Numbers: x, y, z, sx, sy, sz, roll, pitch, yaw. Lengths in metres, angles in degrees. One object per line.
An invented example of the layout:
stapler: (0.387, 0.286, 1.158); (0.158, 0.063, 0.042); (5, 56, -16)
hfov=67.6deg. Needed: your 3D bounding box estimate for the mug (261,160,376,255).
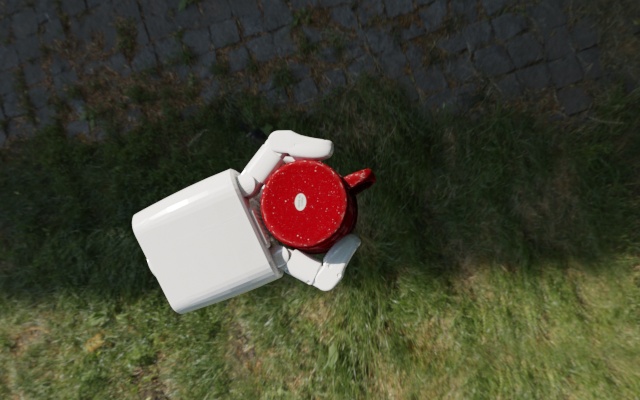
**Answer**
mug: (0.001, 0.001, 0.464); (0.117, 0.093, 0.081); (-24, -8, 3)
